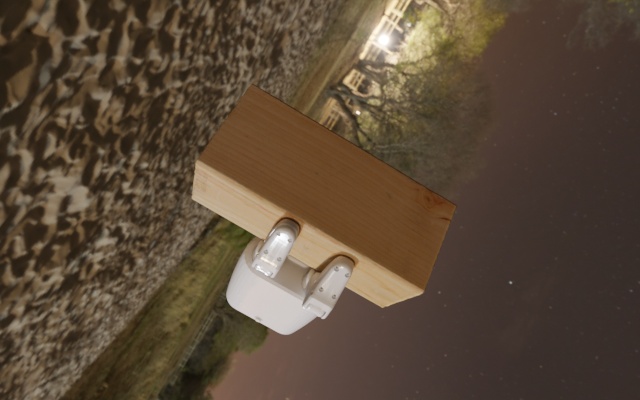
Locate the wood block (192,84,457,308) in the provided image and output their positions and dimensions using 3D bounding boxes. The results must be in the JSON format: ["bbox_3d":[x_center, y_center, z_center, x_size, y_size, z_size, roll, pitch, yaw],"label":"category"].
[{"bbox_3d":[0.000,0.001,0.428,0.206,0.090,0.090,30,-26,-4],"label":"wood block"}]
